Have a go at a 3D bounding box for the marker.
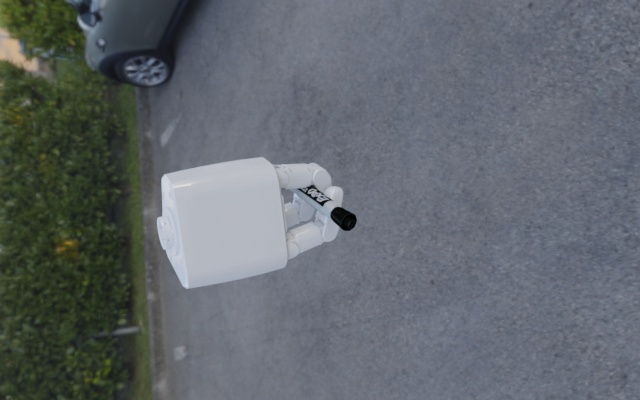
[{"bbox_3d":[0.000,0.002,0.498,0.020,0.020,0.121,0,21,-32],"label":"marker"}]
